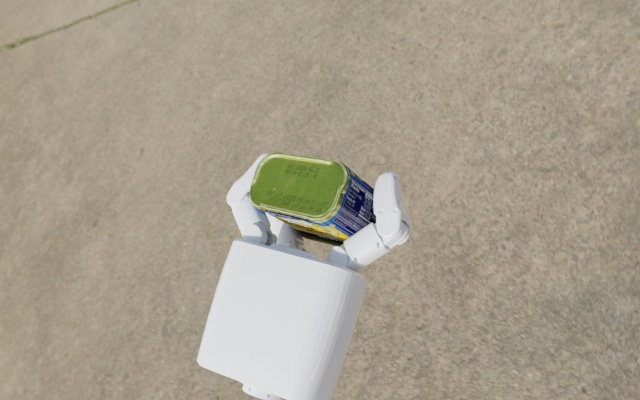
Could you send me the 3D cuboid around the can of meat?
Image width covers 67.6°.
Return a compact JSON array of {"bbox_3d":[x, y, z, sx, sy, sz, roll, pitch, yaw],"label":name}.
[{"bbox_3d":[0.000,0.001,0.416,0.102,0.057,0.084,11,-14,37],"label":"can of meat"}]
